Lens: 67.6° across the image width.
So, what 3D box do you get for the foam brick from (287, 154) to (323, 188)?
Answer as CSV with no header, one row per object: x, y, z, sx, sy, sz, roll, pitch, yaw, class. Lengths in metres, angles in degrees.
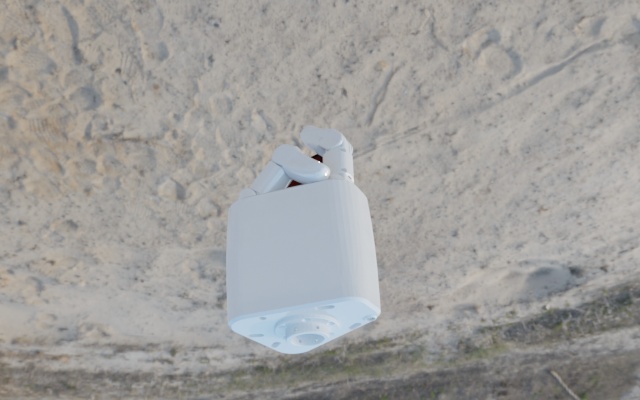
0.000,0.002,0.472,0.053,0.051,0.078,-24,-40,22,foam brick
